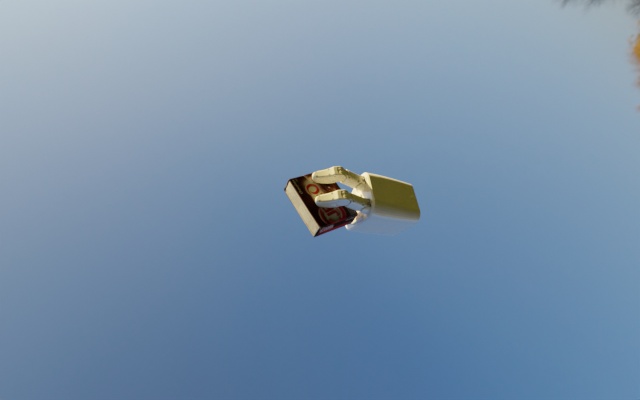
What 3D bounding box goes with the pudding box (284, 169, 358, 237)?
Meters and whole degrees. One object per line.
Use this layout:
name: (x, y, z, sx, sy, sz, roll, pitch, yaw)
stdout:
pudding box: (0.000, 0.003, 0.867, 0.090, 0.113, 0.039, -18, -28, -37)
